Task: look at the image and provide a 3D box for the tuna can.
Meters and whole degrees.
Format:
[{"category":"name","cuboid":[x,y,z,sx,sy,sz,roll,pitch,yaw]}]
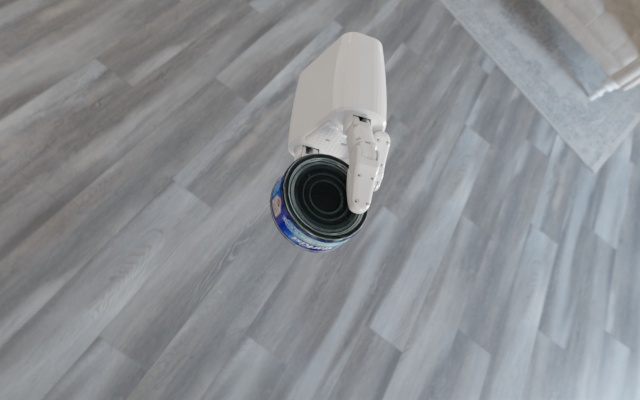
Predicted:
[{"category":"tuna can","cuboid":[0.000,0.001,0.431,0.086,0.086,0.034,0,-21,-25]}]
